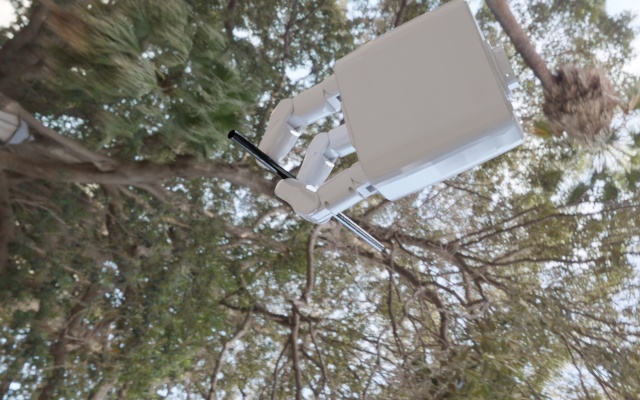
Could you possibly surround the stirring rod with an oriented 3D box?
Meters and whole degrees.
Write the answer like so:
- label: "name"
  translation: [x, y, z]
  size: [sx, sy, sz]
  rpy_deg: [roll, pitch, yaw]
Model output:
- label: "stirring rod"
  translation: [0.000, 0.001, 0.443]
  size: [0.011, 0.011, 0.240]
  rpy_deg: [0, -25, 38]
